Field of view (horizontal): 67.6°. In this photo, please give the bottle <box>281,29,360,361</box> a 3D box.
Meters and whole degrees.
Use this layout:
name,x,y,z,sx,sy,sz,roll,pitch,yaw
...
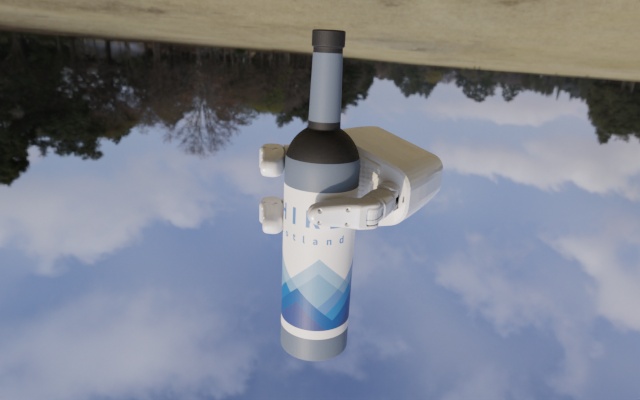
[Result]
name,x,y,z,sx,sy,sz,roll,pitch,yaw
bottle,0.000,0.002,0.433,0.069,0.296,0.069,3,18,-1
